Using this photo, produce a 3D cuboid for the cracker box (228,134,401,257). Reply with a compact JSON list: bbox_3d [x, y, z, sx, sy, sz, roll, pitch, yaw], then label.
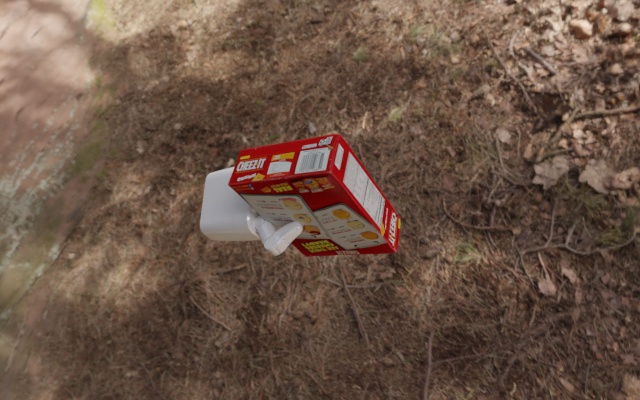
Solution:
[{"bbox_3d":[0.000,0.002,0.687,0.164,0.072,0.214,-6,-35,31],"label":"cracker box"}]
